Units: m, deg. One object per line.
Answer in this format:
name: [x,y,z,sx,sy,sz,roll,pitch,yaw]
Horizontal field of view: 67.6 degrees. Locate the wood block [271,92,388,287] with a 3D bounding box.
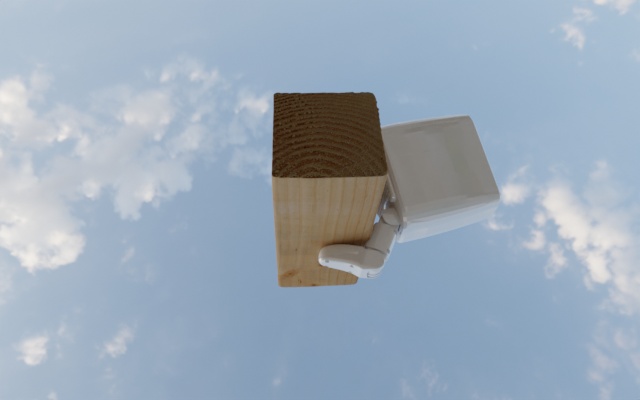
wood block: [0.000,0.002,0.465,0.090,0.090,0.206,-1,-33,-4]
